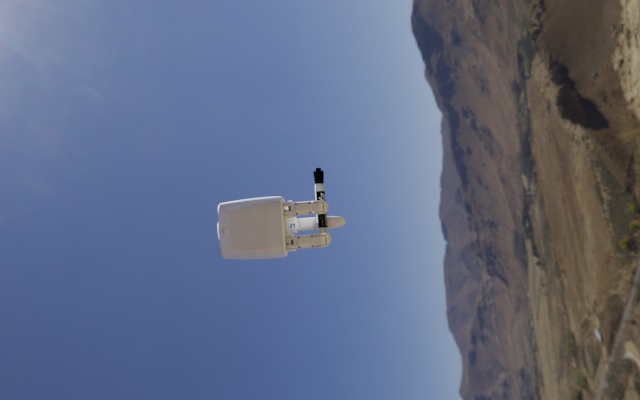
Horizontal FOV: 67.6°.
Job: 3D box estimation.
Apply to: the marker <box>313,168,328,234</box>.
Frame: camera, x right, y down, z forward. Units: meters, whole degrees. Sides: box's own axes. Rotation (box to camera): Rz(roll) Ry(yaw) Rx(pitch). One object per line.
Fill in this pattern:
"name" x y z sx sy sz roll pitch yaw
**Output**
"marker" 0.000 0.003 0.841 0.020 0.121 0.020 -4 -3 0
